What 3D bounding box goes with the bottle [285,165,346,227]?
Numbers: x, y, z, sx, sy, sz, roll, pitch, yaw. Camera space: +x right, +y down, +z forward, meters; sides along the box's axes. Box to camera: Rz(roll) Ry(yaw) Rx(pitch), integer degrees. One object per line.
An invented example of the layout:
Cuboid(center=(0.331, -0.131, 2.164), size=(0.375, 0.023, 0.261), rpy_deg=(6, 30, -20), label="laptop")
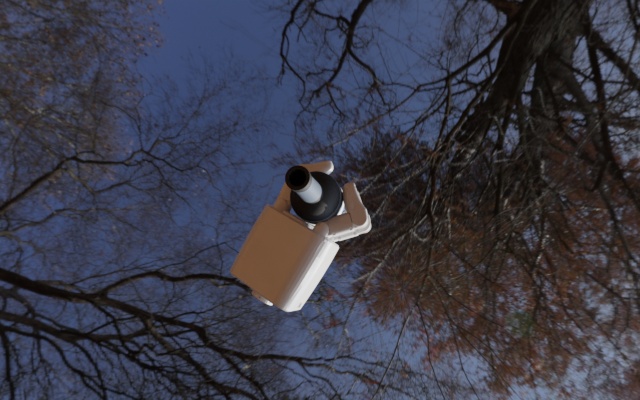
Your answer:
Cuboid(center=(0.000, 0.002, 0.647), size=(0.069, 0.069, 0.296), rpy_deg=(0, -10, 10), label="bottle")
